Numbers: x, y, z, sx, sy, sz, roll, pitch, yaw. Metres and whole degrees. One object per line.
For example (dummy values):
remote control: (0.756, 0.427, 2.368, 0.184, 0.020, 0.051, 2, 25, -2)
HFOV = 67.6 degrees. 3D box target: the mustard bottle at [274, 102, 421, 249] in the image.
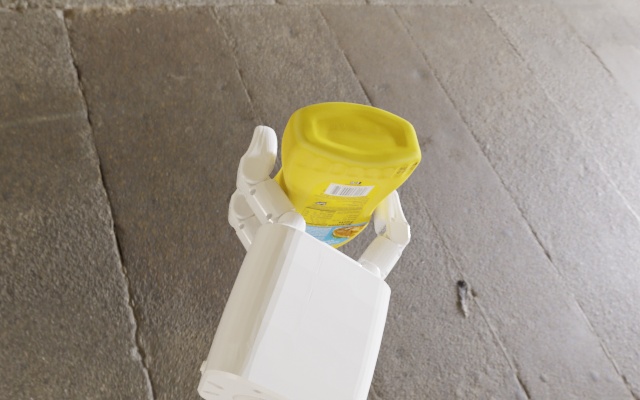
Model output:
mustard bottle: (0.000, 0.001, 0.403, 0.096, 0.058, 0.192, 2, -31, -19)
